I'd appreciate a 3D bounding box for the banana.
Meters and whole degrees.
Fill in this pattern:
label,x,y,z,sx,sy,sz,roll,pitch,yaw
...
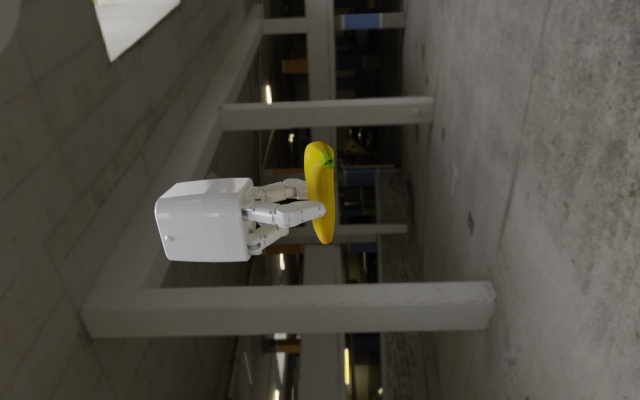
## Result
label,x,y,z,sx,sy,sz,roll,pitch,yaw
banana,0.000,-0.016,0.612,0.037,0.069,0.198,-2,-31,1
